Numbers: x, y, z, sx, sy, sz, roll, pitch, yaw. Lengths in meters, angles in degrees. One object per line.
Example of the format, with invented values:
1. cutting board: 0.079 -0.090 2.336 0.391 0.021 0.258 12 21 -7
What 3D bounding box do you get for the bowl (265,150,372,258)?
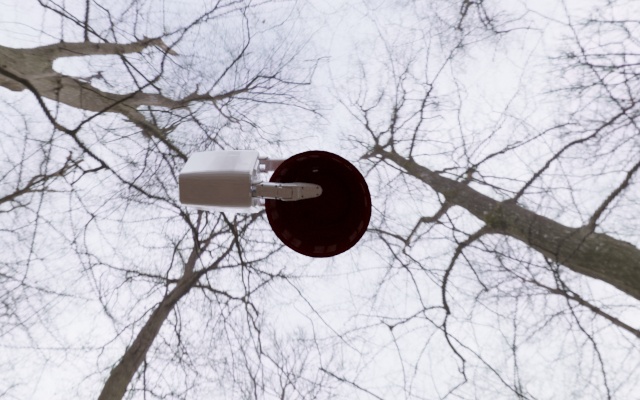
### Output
1. bowl: 0.001 0.003 0.722 0.162 0.162 0.055 0 11 12
